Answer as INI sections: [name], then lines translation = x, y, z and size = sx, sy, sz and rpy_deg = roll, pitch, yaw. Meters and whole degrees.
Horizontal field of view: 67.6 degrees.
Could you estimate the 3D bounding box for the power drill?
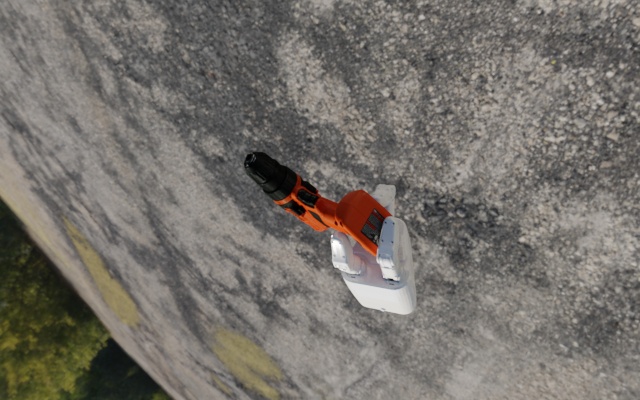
[power drill]
translation = 0.001, 0.002, 0.650
size = 0.187, 0.057, 0.184
rpy_deg = 22, -12, 48
